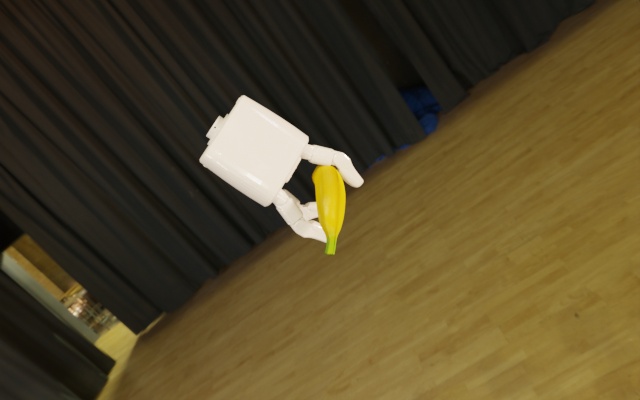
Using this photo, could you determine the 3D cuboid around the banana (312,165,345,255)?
[{"bbox_3d":[0.007,-0.011,0.653,0.037,0.070,0.197,17,28,-12],"label":"banana"}]
